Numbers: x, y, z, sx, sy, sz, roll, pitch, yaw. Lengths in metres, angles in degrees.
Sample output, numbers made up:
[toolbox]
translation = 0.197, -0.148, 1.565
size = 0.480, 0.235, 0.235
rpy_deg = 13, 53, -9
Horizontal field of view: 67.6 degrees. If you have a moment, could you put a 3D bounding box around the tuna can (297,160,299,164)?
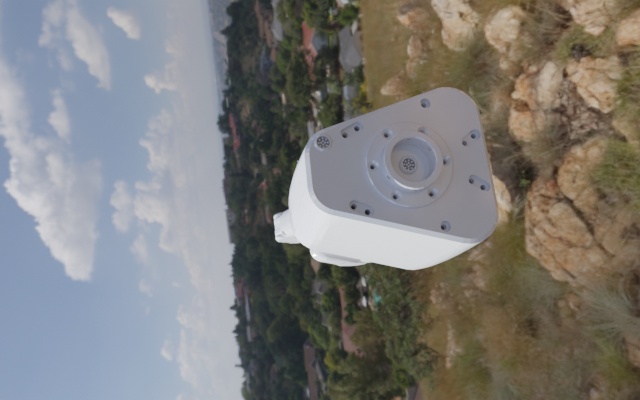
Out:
[tuna can]
translation = -0.001, 0.002, 0.443
size = 0.034, 0.086, 0.086
rpy_deg = -8, 1, -6
